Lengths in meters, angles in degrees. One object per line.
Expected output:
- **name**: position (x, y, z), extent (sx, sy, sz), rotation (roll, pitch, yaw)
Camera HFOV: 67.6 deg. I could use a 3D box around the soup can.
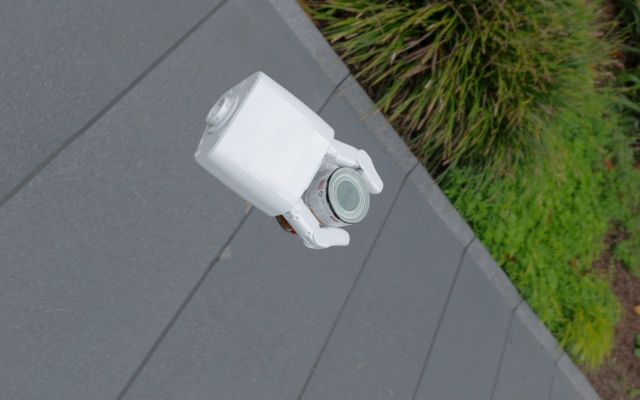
- **soup can**: position (0.001, 0.002, 0.575), extent (0.068, 0.068, 0.102), rotation (0, -10, -41)
